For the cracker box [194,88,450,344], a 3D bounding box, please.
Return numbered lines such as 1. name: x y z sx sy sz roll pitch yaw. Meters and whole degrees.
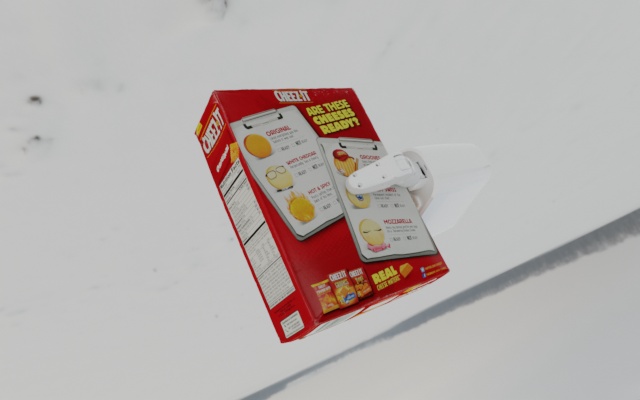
1. cracker box: 0.000 0.002 0.441 0.164 0.213 0.072 -11 -22 -39
